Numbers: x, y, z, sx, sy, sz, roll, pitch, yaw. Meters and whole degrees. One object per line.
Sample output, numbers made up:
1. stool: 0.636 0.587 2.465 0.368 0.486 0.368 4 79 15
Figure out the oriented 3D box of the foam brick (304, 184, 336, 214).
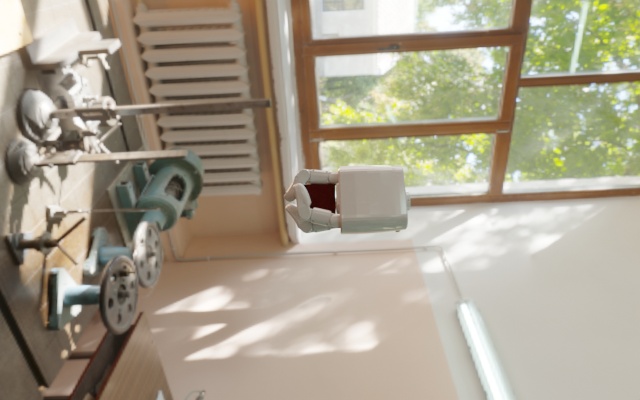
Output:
1. foam brick: 0.000 0.003 0.804 0.051 0.053 0.078 -1 -5 1
